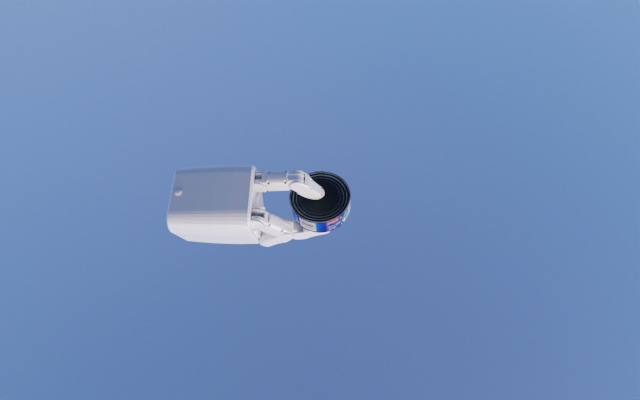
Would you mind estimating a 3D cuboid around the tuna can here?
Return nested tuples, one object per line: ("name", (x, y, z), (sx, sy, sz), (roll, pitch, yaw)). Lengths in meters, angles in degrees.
("tuna can", (0.000, 0.003, 0.678), (0.086, 0.086, 0.034), (0, -33, 5))
